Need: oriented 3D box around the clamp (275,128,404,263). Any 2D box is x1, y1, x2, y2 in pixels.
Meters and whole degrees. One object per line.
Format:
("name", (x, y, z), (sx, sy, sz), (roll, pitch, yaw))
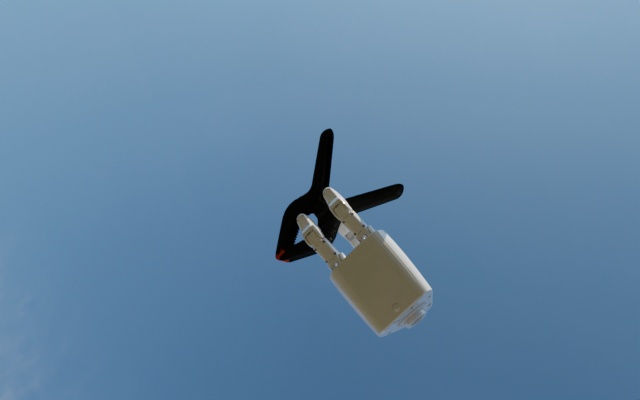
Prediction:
("clamp", (0.000, 0.003, 0.716), (0.164, 0.210, 0.036), (50, 11, 30))
